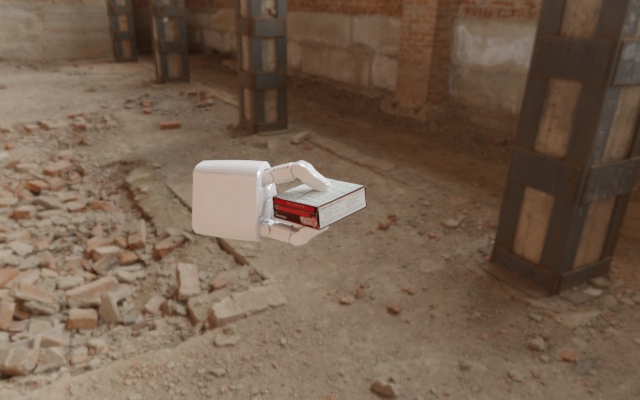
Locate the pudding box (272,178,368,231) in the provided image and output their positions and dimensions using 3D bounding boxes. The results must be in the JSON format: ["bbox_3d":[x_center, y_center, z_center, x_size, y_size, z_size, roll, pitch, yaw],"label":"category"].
[{"bbox_3d":[0.000,0.002,0.695,0.090,0.039,0.113,14,28,39],"label":"pudding box"}]
